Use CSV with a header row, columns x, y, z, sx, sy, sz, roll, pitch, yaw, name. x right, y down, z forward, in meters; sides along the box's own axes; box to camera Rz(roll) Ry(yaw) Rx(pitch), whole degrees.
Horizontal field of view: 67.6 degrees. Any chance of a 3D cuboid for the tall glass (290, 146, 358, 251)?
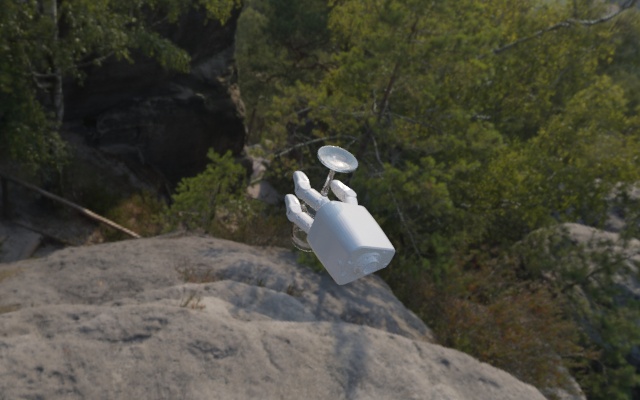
x,y,z,sx,sy,sz,roll,pitch,yaw,name
0.000,0.002,0.879,0.079,0.201,0.079,14,37,-11,tall glass
